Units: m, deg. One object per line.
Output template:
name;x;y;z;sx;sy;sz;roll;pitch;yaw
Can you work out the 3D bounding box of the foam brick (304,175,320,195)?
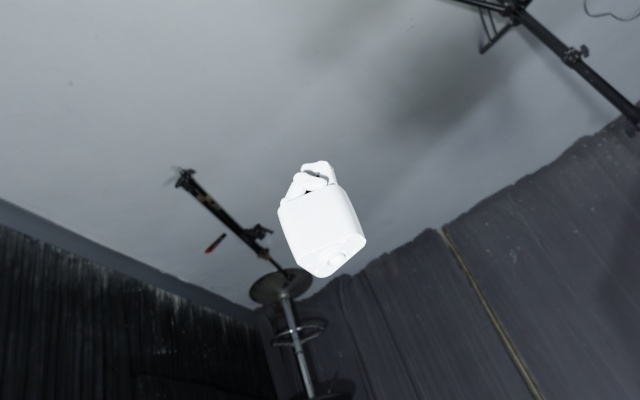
foam brick;0.000;0.003;0.846;0.053;0.051;0.078;-33;-39;12
